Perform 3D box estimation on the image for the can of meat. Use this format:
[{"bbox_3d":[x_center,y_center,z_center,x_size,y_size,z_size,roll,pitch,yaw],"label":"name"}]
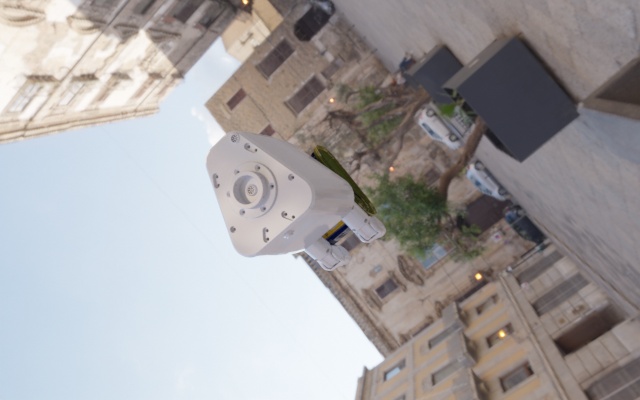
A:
[{"bbox_3d":[0.000,0.002,0.556,0.084,0.102,0.057,-41,-10,15],"label":"can of meat"}]
